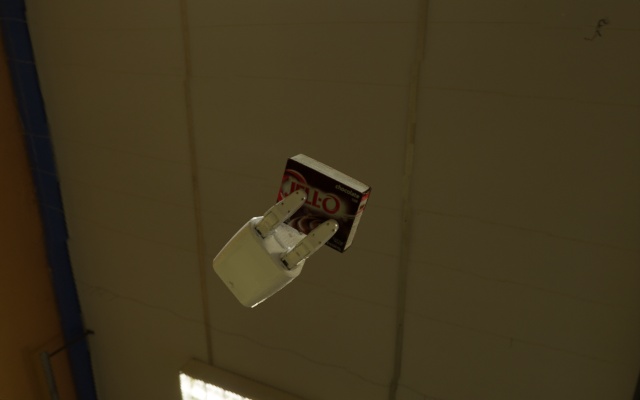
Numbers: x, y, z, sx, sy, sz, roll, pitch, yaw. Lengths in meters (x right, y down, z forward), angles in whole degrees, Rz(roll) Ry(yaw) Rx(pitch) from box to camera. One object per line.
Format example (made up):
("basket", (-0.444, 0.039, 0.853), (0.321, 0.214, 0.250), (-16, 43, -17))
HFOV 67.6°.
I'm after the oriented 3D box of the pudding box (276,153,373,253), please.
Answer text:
("pudding box", (0.000, 0.002, 0.620), (0.113, 0.090, 0.039), (25, 28, 16))
